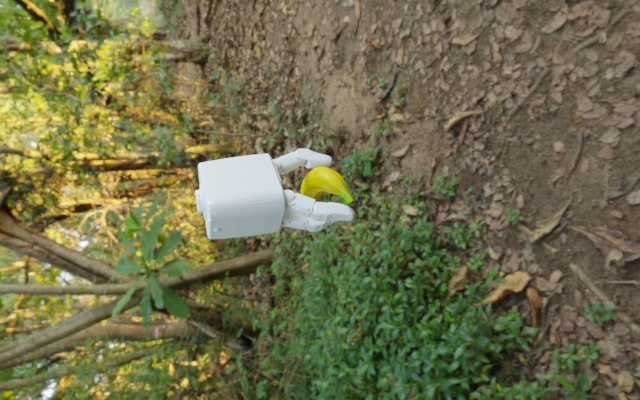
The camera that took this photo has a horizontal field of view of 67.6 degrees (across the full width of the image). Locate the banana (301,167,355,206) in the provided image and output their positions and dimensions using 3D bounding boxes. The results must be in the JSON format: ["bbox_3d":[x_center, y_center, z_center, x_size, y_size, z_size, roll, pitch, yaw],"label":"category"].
[{"bbox_3d":[-0.003,-0.016,0.760,0.037,0.069,0.198,-12,-1,-18],"label":"banana"}]
